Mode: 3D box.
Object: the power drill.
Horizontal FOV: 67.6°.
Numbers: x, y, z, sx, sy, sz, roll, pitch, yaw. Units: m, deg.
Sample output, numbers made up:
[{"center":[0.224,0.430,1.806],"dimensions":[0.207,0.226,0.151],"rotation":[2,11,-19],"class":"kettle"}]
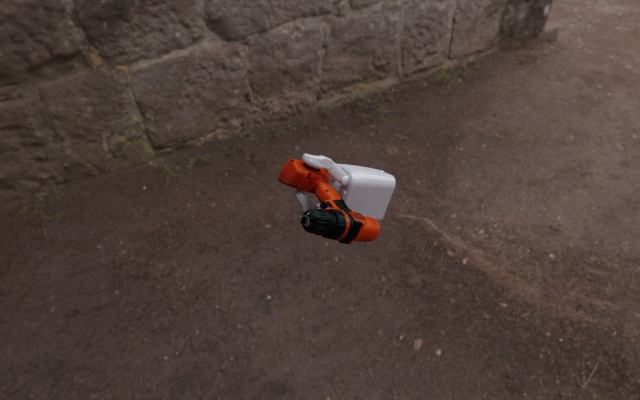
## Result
[{"center":[0.000,0.003,0.858],"dimensions":[0.184,0.057,0.187],"rotation":[14,29,-48],"class":"power drill"}]
